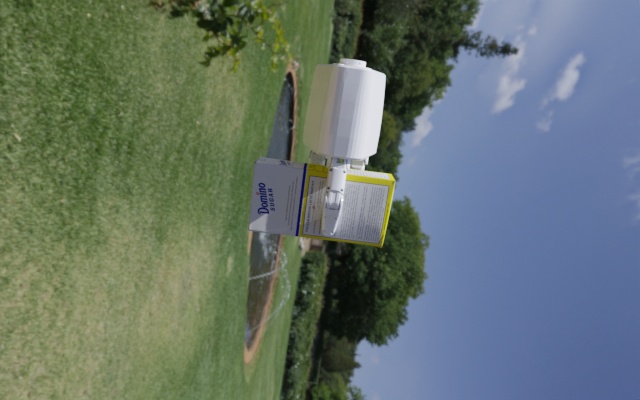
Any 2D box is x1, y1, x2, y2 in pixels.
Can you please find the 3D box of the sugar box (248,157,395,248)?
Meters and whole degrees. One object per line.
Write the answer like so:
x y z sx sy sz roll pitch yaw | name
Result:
0.000 0.002 0.616 0.176 0.093 0.048 9 16 1 | sugar box
